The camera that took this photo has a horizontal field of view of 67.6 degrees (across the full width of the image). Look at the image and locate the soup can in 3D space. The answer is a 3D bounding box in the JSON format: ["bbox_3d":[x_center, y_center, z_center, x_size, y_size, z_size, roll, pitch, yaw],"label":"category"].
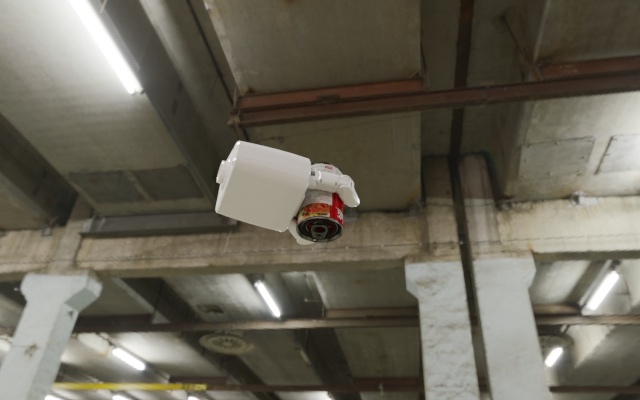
[{"bbox_3d":[0.001,0.002,0.712,0.068,0.102,0.069,2,-35,1],"label":"soup can"}]
